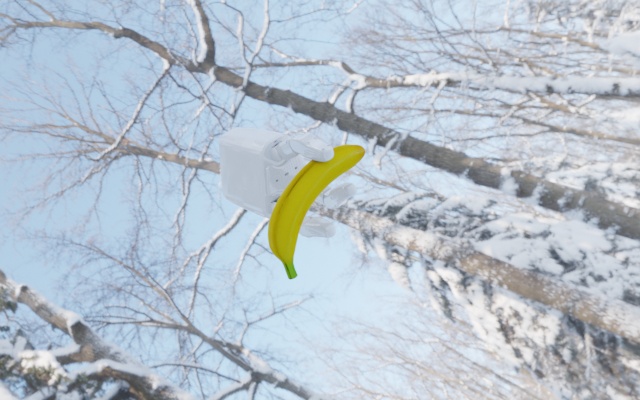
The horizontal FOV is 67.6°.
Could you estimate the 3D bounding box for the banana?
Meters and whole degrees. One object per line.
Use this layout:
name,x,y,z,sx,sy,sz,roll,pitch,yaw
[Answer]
banana,-0.011,-0.006,0.584,0.037,0.197,0.070,12,-26,45
